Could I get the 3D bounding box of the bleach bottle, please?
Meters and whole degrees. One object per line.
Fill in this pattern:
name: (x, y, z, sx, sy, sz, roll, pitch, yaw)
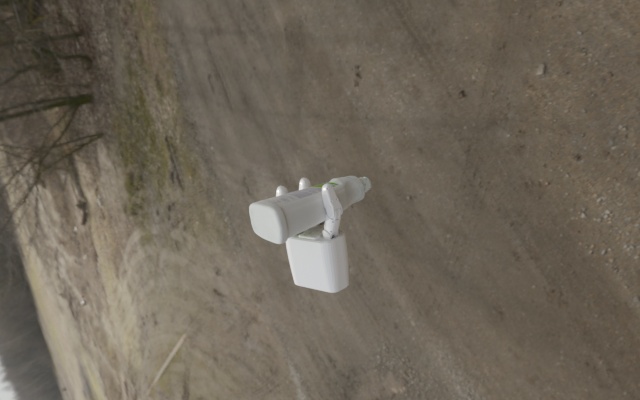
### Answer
bleach bottle: (0.000, 0.003, 0.879, 0.251, 0.068, 0.102, -20, 20, -34)
